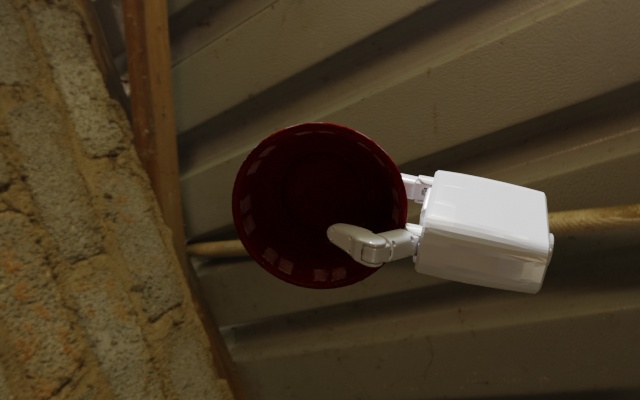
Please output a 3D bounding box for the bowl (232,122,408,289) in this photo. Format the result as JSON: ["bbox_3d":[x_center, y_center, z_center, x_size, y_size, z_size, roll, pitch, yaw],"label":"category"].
[{"bbox_3d":[-0.001,0.001,0.458,0.162,0.162,0.055,0,19,4],"label":"bowl"}]
